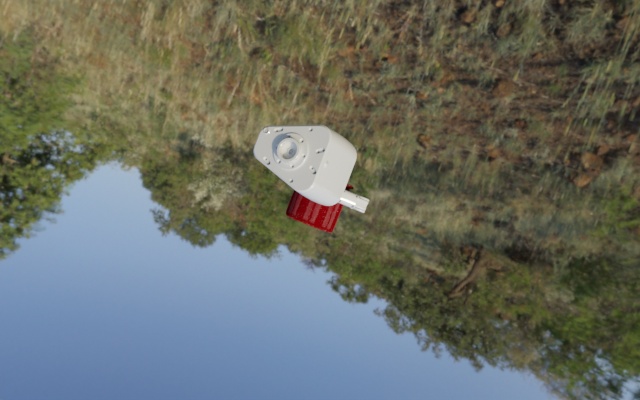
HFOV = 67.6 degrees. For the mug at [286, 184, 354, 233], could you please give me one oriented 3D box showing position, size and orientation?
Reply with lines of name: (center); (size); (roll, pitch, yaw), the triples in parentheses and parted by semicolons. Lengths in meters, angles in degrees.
mug: (0.001, 0.003, 0.772); (0.093, 0.081, 0.117); (21, -1, 26)
